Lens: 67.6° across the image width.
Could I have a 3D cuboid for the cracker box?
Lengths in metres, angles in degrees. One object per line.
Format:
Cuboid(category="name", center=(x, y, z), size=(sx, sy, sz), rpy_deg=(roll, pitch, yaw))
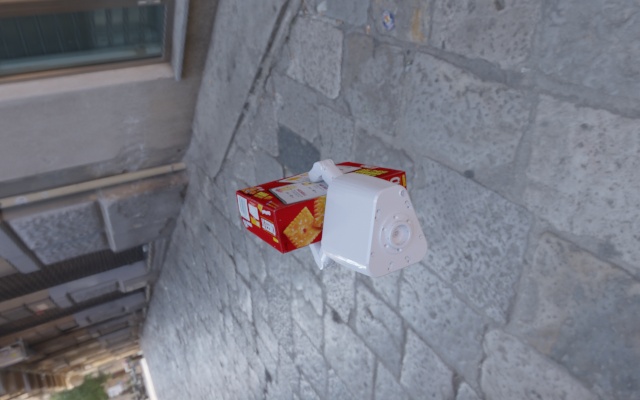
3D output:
Cuboid(category="cracker box", center=(0.000, 0.002, 0.730), size=(0.213, 0.072, 0.164), rpy_deg=(-16, 17, -25))
